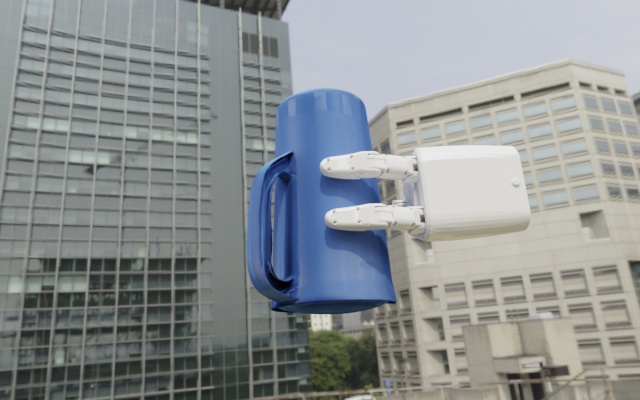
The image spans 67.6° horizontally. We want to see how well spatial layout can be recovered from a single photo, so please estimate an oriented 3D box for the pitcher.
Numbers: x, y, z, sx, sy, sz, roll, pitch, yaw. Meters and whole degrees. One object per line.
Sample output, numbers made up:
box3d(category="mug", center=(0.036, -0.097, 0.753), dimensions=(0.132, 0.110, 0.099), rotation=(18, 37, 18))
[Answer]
box3d(category="pitcher", center=(0.000, 0.002, 0.529), dimensions=(0.145, 0.242, 0.149), rotation=(-4, -17, 1))
